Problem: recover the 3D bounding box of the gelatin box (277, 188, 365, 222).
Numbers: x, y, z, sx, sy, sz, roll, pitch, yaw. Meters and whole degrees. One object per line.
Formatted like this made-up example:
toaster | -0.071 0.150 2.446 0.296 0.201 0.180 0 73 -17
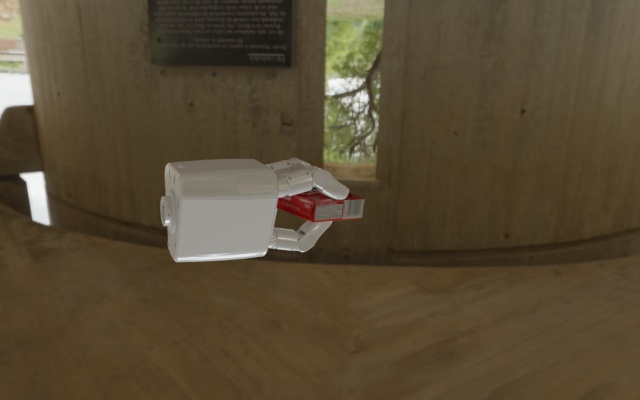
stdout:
gelatin box | 0.000 0.002 0.611 0.089 0.030 0.073 -3 16 -41
